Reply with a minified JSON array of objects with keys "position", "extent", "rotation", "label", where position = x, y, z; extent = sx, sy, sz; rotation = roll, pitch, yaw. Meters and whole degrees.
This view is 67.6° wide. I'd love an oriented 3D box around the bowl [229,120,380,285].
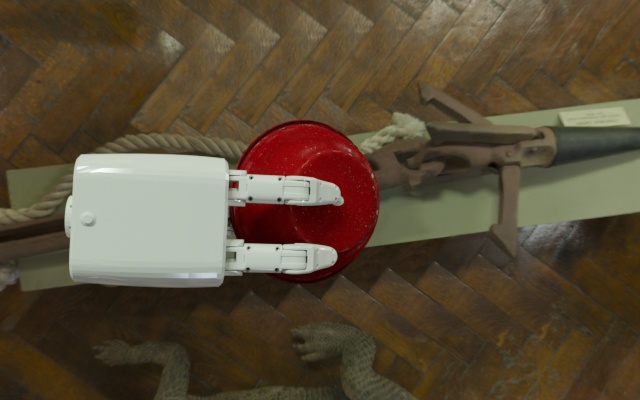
[{"position":[0.001,0.001,0.448],"extent":[0.162,0.162,0.055],"rotation":[0,0,-30],"label":"bowl"}]
